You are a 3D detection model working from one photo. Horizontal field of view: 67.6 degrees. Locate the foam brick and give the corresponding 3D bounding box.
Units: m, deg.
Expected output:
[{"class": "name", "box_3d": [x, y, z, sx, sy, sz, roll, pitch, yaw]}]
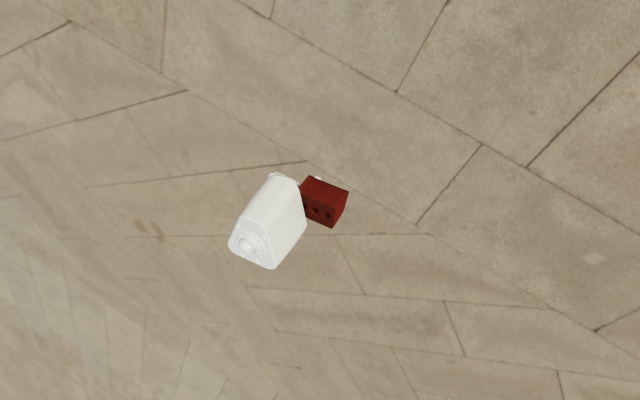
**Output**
[{"class": "foam brick", "box_3d": [0.000, 0.003, 0.814, 0.078, 0.053, 0.051, 22, 45, 13]}]
